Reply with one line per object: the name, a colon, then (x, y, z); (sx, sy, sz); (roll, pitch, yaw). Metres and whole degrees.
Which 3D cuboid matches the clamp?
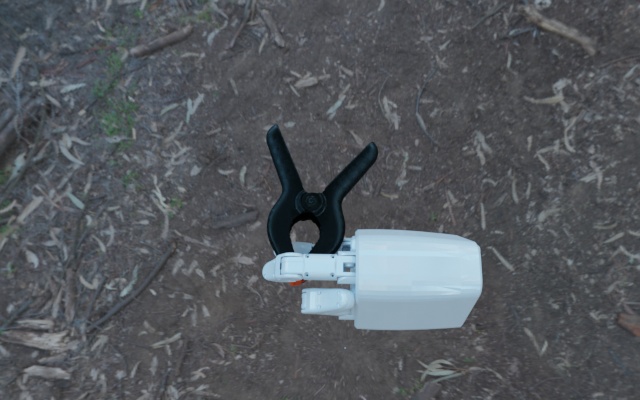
clamp: (0.000, 0.002, 0.491); (0.120, 0.171, 0.039); (0, -17, 4)
